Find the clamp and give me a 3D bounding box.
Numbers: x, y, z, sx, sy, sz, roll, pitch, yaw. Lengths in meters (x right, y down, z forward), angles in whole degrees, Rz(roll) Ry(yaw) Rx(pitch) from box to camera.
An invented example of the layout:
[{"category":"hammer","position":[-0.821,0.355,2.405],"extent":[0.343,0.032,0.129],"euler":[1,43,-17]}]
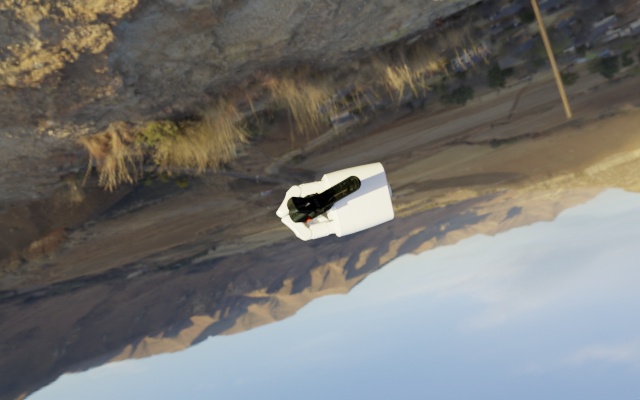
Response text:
[{"category":"clamp","position":[0.000,0.003,0.778],"extent":[0.120,0.039,0.171],"euler":[-15,-7,-8]}]
